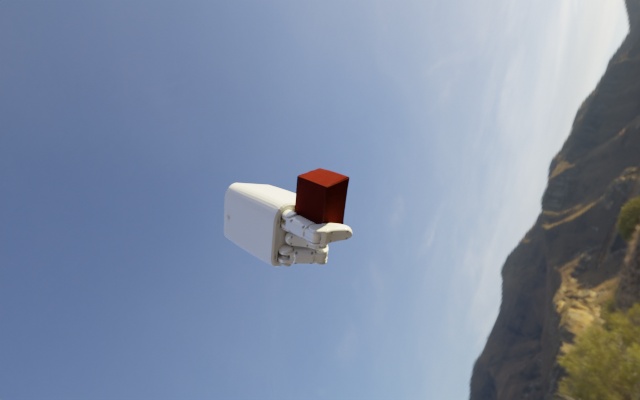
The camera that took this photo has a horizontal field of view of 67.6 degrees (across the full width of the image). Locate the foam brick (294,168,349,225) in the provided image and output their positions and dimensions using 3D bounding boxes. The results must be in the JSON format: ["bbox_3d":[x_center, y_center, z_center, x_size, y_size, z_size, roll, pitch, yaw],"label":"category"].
[{"bbox_3d":[0.000,0.002,0.649,0.051,0.078,0.053,23,29,32],"label":"foam brick"}]
